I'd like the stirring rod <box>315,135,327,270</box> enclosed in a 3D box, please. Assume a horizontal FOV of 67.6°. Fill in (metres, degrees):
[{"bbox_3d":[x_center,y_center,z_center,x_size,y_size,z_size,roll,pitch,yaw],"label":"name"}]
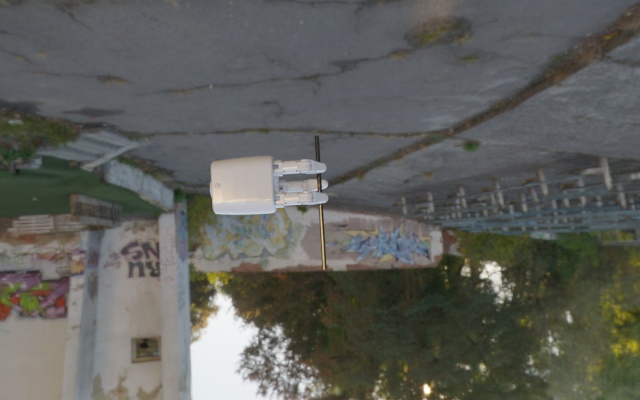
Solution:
[{"bbox_3d":[0.000,0.003,0.857,0.011,0.239,0.011,-3,-4,0],"label":"stirring rod"}]
